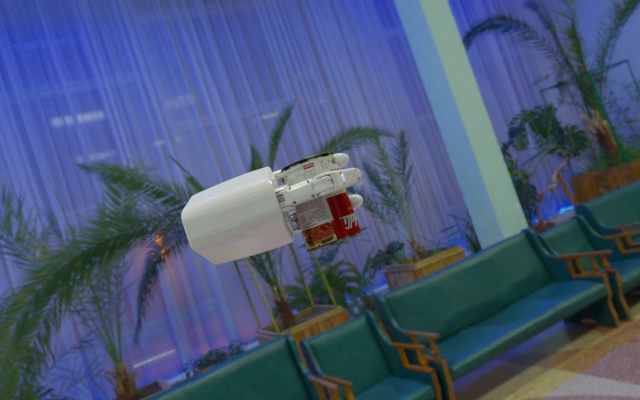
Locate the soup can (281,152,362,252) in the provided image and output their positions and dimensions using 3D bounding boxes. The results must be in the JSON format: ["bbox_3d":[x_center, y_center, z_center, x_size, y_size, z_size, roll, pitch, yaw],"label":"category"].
[{"bbox_3d":[0.000,0.001,0.563,0.068,0.102,0.068,-19,-2,-1],"label":"soup can"}]
